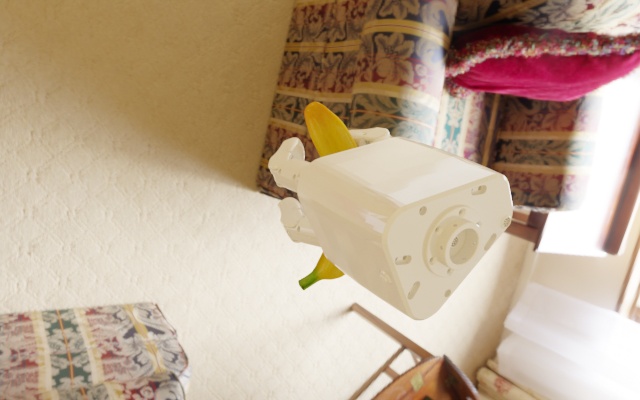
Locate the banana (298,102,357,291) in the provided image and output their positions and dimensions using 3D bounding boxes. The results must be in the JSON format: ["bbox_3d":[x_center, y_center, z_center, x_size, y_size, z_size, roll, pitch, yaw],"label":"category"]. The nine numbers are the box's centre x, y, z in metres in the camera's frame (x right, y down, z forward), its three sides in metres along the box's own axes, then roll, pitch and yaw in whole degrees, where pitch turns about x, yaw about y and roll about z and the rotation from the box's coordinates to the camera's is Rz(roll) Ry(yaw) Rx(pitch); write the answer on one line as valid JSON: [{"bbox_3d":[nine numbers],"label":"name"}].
[{"bbox_3d":[0.017,0.002,0.466,0.069,0.198,0.037,-8,25,-24],"label":"banana"}]
